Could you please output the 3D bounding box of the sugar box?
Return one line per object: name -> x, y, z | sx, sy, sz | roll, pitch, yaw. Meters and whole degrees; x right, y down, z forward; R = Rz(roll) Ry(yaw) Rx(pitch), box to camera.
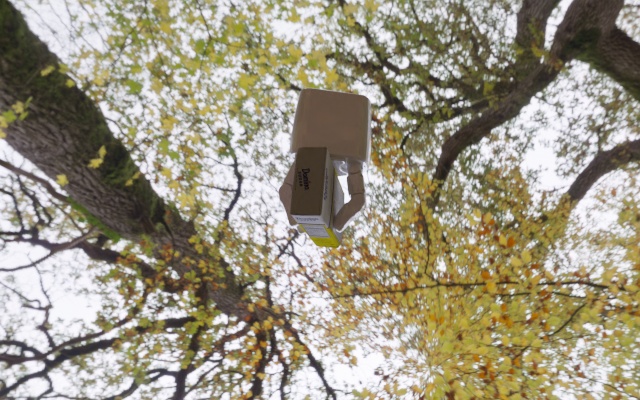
sugar box -> 0.000, 0.002, 0.669 | 0.048, 0.093, 0.176 | 1, -19, 13
